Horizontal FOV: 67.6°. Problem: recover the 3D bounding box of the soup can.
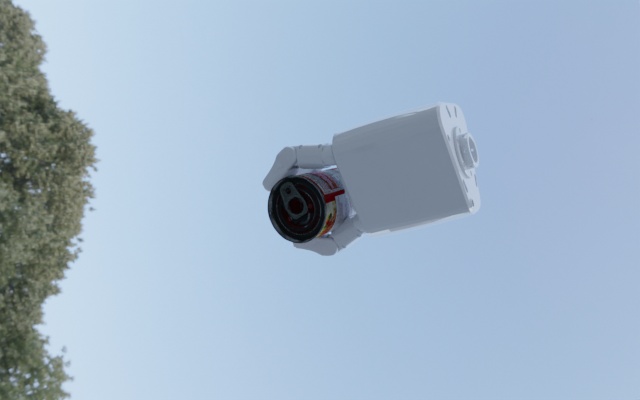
[{"bbox_3d":[0.000,0.002,0.512,0.068,0.068,0.102,0,8,30],"label":"soup can"}]
